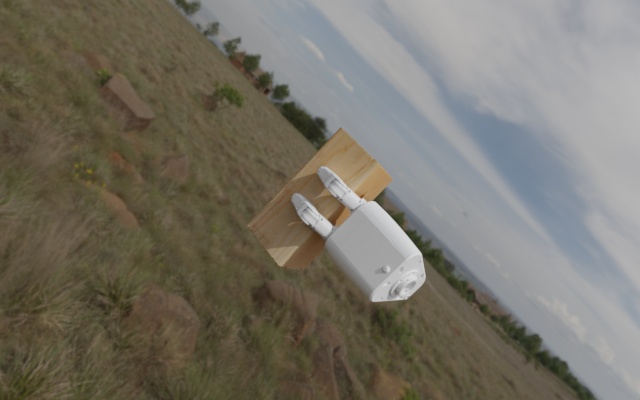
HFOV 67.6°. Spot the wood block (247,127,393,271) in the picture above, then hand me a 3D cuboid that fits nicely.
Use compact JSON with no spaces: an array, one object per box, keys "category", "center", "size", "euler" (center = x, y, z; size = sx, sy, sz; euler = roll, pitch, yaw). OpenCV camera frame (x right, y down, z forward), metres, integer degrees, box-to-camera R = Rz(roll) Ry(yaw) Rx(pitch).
[{"category":"wood block","center":[0.001,0.003,0.735],"size":[0.090,0.206,0.091],"euler":[47,7,24]}]
